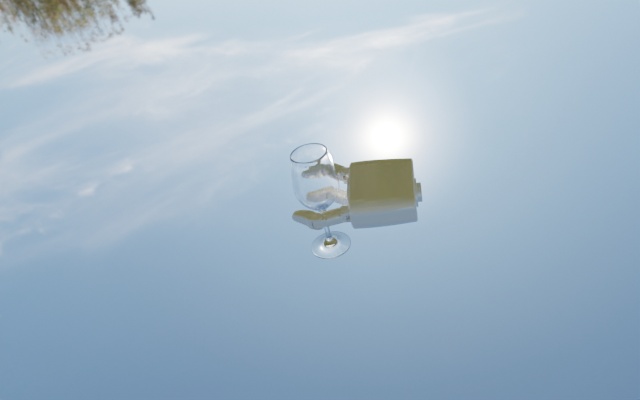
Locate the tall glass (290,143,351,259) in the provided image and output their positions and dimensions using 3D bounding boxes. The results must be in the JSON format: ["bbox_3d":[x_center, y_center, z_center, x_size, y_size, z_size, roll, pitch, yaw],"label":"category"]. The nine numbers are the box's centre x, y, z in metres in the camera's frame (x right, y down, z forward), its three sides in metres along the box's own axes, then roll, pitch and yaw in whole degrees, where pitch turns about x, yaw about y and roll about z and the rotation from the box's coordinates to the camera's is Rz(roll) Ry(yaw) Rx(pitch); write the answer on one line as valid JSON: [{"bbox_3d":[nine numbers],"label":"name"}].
[{"bbox_3d":[0.000,0.003,0.821,0.079,0.201,0.079,-10,35,7],"label":"tall glass"}]
